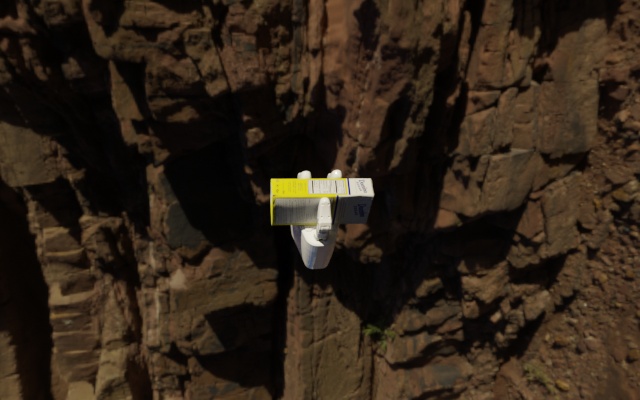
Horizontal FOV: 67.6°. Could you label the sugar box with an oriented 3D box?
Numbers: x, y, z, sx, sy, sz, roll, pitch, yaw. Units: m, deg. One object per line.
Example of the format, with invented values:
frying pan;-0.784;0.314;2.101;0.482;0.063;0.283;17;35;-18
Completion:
sugar box;0.000;0.002;0.851;0.176;0.048;0.093;-2;-35;-8
